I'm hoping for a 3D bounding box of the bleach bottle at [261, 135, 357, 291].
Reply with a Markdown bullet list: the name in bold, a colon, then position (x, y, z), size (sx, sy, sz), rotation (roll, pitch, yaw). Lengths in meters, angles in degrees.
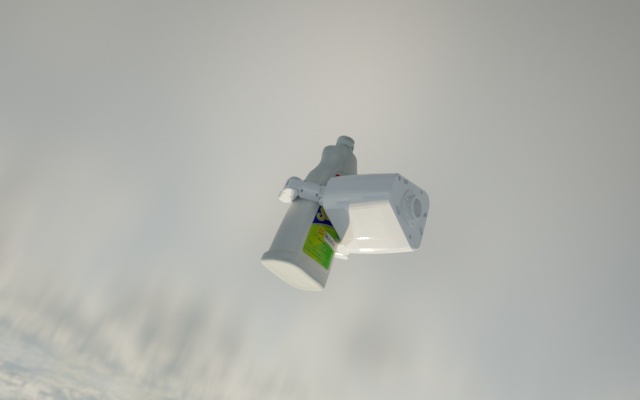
- **bleach bottle**: position (0.000, 0.002, 0.720), size (0.068, 0.250, 0.103), rotation (-4, -36, 38)
